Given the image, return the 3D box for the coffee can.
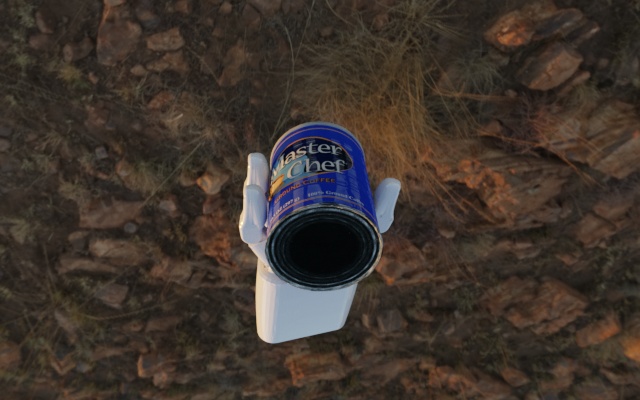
[{"bbox_3d":[0.000,0.001,0.465,0.103,0.103,0.140,0,37,-3],"label":"coffee can"}]
